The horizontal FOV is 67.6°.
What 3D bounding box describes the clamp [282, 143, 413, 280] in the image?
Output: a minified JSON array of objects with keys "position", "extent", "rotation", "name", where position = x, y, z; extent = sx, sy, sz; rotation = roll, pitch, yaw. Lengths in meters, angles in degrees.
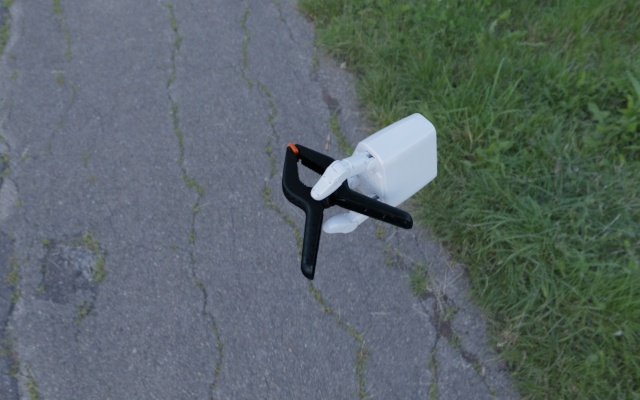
[{"position":[0.000,0.001,0.658],"extent":[0.164,0.210,0.036],"rotation":[-31,-29,-20],"name":"clamp"}]
